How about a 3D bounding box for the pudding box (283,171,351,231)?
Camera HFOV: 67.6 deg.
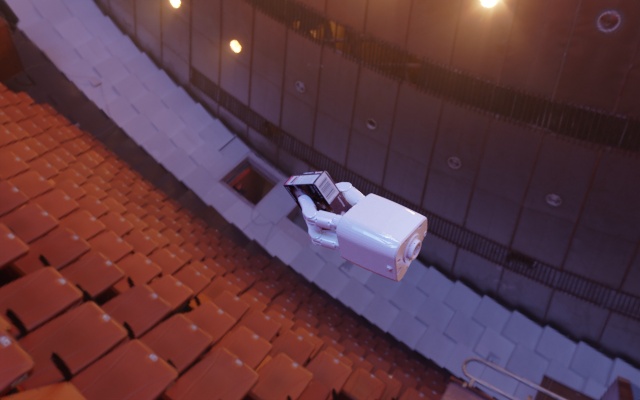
[{"bbox_3d":[0.000,0.003,0.828,0.090,0.113,0.039,-1,40,50],"label":"pudding box"}]
